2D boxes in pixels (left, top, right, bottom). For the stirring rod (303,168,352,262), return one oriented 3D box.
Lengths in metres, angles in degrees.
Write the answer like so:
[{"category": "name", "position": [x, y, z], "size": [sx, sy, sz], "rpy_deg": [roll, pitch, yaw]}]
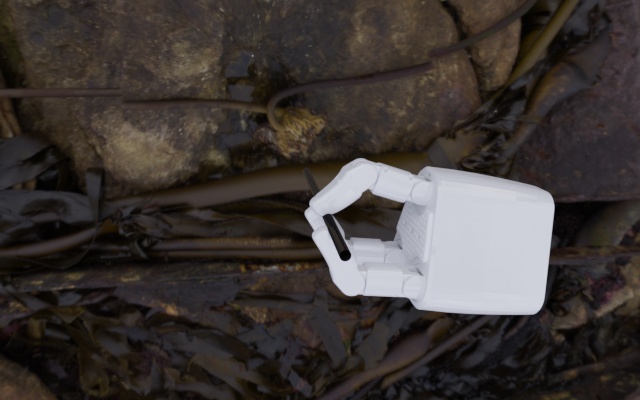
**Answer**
[{"category": "stirring rod", "position": [0.000, 0.001, 0.423], "size": [0.011, 0.011, 0.239], "rpy_deg": [0, 17, -8]}]
